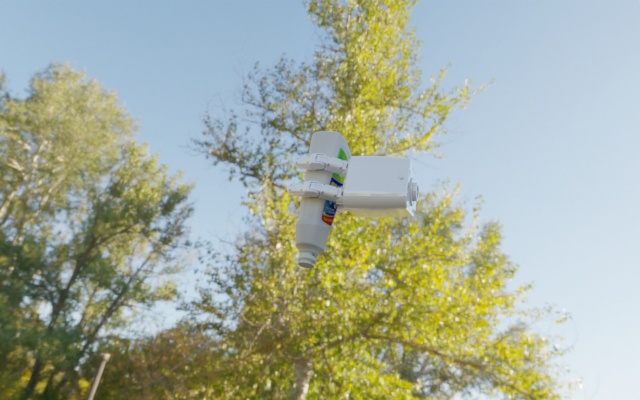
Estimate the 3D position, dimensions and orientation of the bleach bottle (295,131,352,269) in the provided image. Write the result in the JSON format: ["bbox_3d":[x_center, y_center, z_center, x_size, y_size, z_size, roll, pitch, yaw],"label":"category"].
[{"bbox_3d":[0.000,0.003,0.862,0.068,0.250,0.103,2,-27,19],"label":"bleach bottle"}]
